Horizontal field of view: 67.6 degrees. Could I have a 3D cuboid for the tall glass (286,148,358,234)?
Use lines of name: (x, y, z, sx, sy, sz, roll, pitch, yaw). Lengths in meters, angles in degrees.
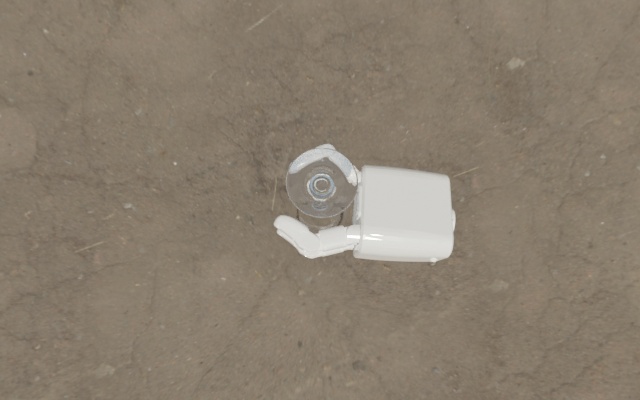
tall glass: (0.000, 0.002, 0.585, 0.079, 0.079, 0.201, 0, -12, -1)
